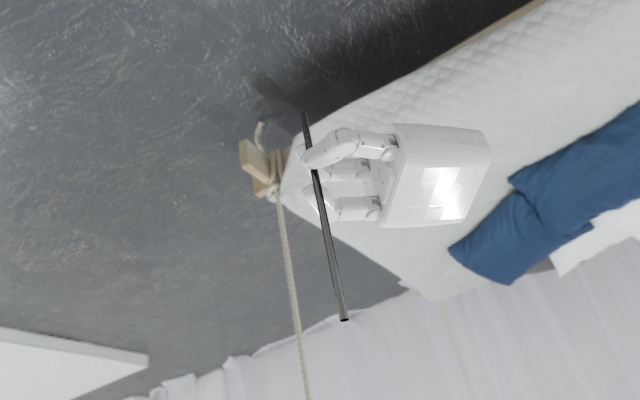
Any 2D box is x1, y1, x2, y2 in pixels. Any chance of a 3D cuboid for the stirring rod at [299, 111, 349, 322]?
[{"bbox_3d":[0.000,0.001,0.465,0.011,0.239,0.011,-8,-33,-5],"label":"stirring rod"}]
